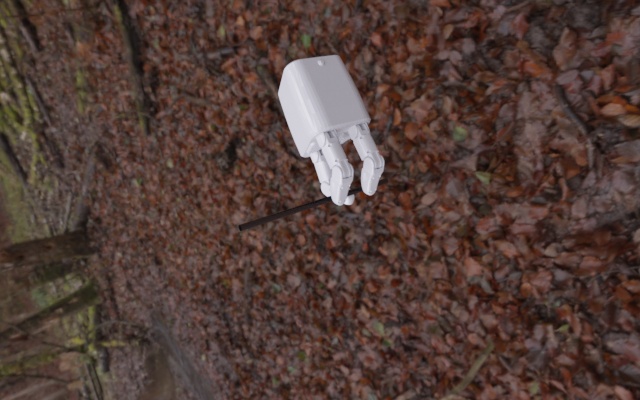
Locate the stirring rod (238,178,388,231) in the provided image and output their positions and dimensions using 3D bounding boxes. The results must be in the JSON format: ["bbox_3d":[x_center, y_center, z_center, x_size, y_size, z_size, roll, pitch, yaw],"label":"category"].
[{"bbox_3d":[0.000,0.002,0.640,0.239,0.011,0.011,-18,10,-32],"label":"stirring rod"}]
